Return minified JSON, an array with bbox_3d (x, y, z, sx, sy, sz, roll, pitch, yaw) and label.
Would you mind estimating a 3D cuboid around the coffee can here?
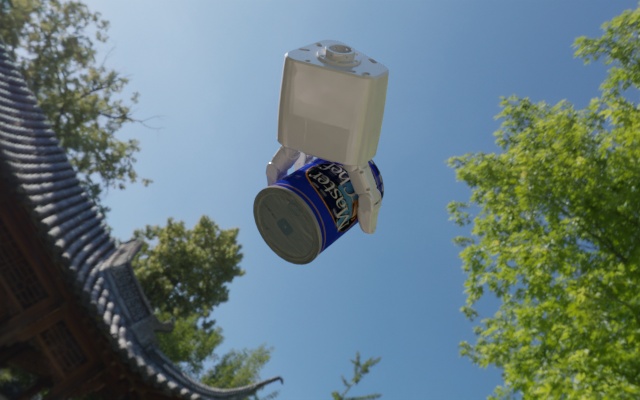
[{"bbox_3d":[0.000,0.002,0.604,0.103,0.103,0.140,0,25,42],"label":"coffee can"}]
